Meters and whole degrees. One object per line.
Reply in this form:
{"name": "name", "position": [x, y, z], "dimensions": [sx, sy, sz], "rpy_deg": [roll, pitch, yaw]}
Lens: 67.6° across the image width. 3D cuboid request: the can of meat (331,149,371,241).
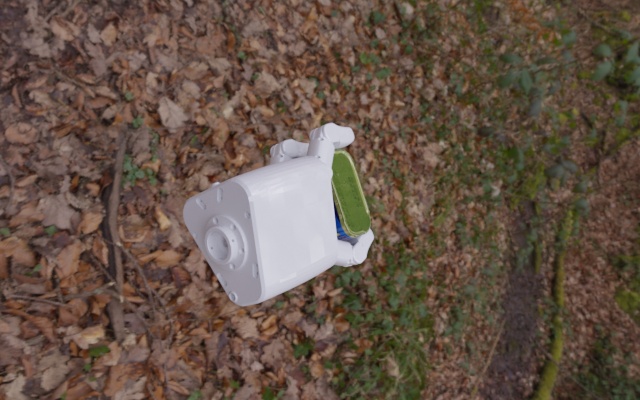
{"name": "can of meat", "position": [0.000, 0.002, 0.529], "dimensions": [0.084, 0.102, 0.057], "rpy_deg": [-20, -3, 38]}
